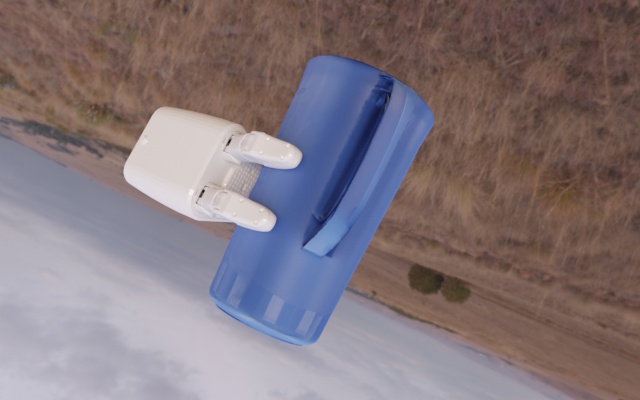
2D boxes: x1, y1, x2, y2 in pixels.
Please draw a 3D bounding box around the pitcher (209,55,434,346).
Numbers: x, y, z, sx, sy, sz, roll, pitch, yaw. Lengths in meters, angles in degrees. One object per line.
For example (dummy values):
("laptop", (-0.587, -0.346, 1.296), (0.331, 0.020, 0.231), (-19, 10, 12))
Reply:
("pitcher", (0.000, 0.001, 0.433), (0.145, 0.243, 0.149), (21, -9, 29))
